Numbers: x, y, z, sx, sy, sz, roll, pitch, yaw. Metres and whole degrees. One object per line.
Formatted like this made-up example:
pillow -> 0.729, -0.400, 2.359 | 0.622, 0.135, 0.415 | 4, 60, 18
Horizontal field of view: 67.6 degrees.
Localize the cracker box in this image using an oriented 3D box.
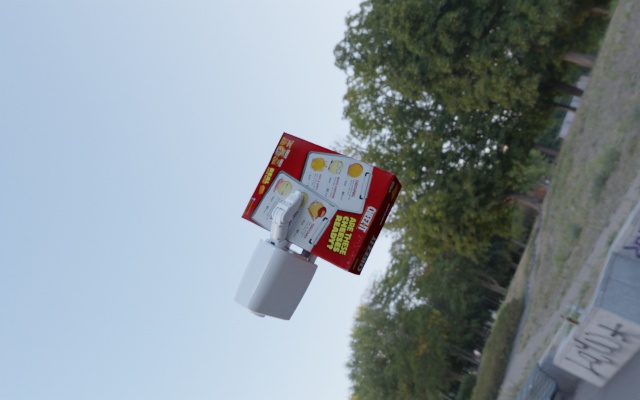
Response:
cracker box -> 0.000, 0.002, 0.777 | 0.213, 0.164, 0.072 | 24, -5, 26
